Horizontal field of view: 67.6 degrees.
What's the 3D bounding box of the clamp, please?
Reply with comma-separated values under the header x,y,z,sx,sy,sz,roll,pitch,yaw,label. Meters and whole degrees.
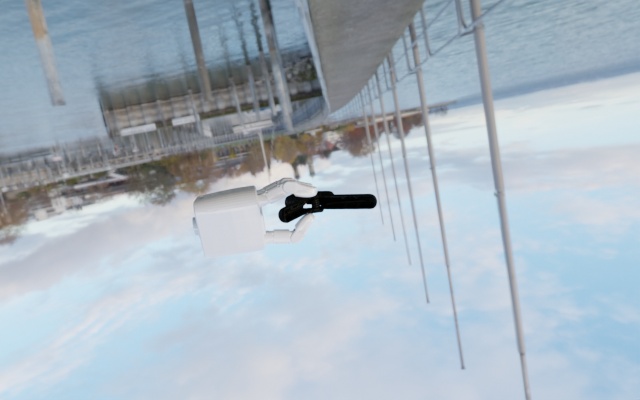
x,y,z,sx,sy,sz,roll,pitch,yaw,label
0.000,0.004,0.848,0.164,0.036,0.210,-7,8,-8,clamp
